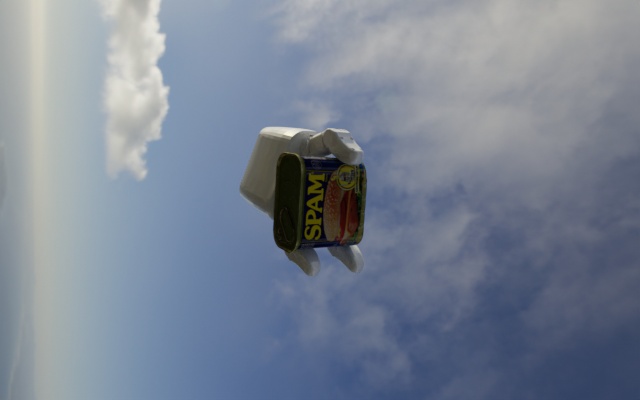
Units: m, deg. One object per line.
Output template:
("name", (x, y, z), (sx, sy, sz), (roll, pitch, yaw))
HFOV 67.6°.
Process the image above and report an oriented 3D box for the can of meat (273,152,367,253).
("can of meat", (0.000, 0.002, 0.512), (0.084, 0.102, 0.057), (0, 9, -31))
